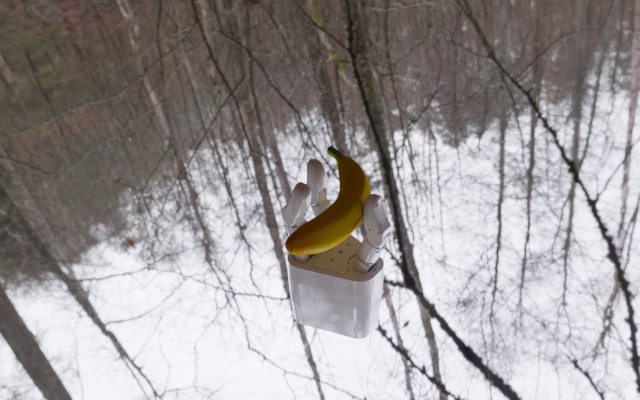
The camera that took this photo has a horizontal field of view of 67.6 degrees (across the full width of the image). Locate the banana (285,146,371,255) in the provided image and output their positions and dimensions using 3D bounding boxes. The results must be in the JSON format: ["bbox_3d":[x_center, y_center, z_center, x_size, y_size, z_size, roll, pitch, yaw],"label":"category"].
[{"bbox_3d":[0.019,0.004,0.535,0.069,0.037,0.197,14,36,6],"label":"banana"}]
